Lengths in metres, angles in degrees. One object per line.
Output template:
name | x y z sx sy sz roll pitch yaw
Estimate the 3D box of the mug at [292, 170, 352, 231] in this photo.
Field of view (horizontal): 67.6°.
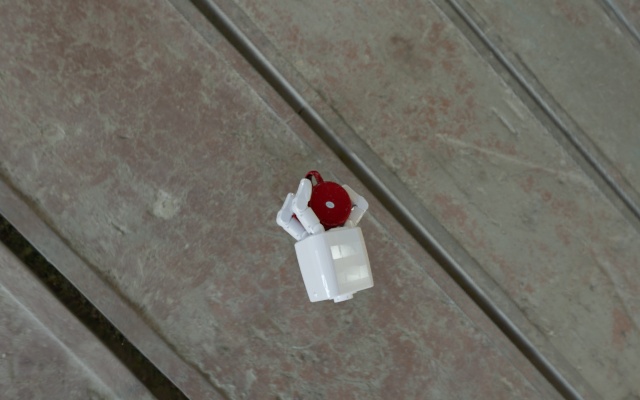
mug | 0.000 0.001 0.846 0.093 0.117 0.081 -10 -10 -25
